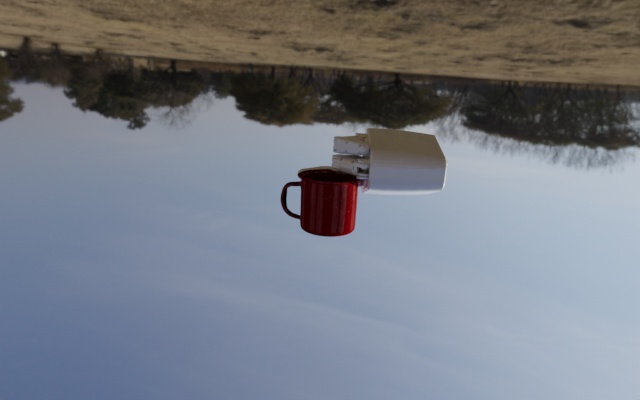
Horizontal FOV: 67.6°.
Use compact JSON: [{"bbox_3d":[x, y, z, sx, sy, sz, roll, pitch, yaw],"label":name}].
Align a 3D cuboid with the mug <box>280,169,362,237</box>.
[{"bbox_3d":[-0.001,0.002,0.693,0.117,0.081,0.093,3,15,1],"label":"mug"}]
